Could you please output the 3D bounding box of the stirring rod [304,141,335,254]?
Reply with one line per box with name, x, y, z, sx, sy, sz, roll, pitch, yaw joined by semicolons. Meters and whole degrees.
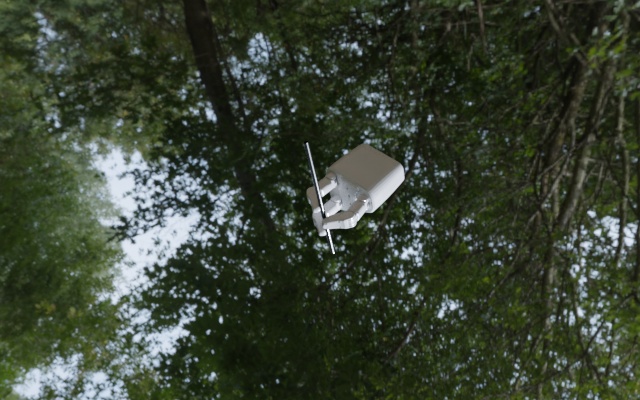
stirring rod;0.000;0.003;0.820;0.011;0.240;0.011;-9;37;7
